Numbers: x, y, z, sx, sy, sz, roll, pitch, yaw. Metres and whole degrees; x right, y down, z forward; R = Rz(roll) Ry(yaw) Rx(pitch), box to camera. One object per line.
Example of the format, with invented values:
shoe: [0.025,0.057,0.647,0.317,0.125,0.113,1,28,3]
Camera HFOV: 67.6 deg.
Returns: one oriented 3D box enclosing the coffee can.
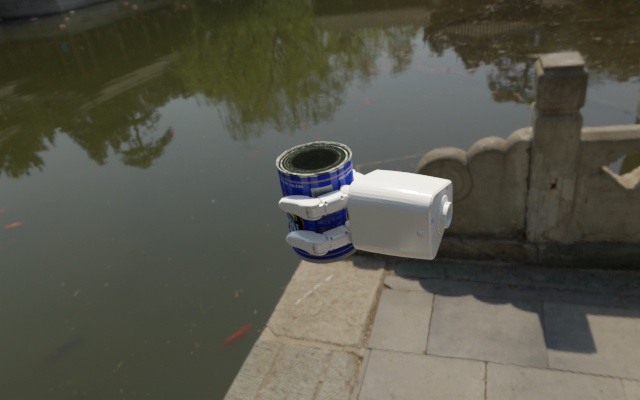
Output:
coffee can: [0.000,0.002,0.670,0.103,0.140,0.102,-7,30,4]
